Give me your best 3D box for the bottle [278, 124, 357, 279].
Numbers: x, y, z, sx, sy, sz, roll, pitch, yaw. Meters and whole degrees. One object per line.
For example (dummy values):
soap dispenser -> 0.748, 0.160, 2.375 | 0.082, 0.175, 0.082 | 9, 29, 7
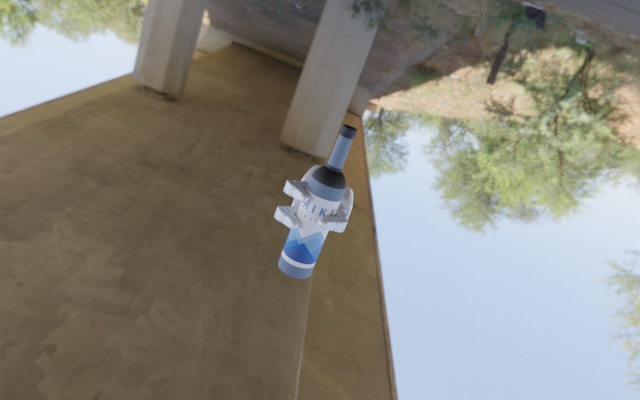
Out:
bottle -> 0.000, 0.003, 0.871 | 0.069, 0.296, 0.069 | 19, 20, -7
